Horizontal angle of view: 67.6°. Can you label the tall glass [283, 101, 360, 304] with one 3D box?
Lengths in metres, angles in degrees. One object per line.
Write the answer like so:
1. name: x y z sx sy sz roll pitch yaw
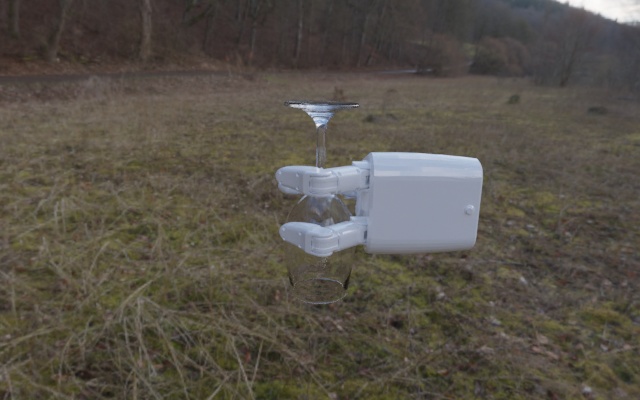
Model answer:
1. tall glass: 0.000 0.001 0.491 0.079 0.201 0.079 1 16 0
